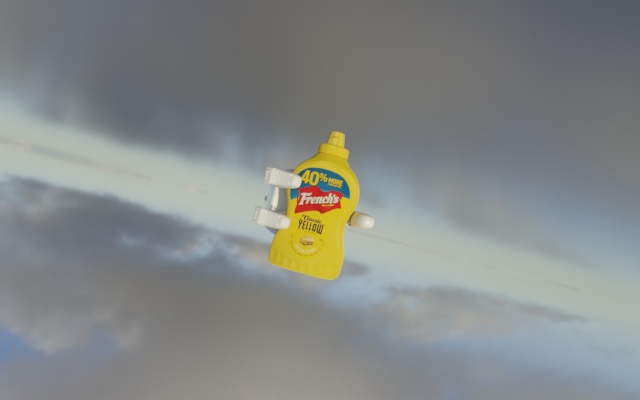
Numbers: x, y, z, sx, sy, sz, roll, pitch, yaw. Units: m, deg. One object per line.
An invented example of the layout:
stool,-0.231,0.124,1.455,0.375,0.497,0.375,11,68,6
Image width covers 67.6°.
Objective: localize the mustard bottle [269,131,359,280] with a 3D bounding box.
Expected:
mustard bottle,0.000,0.002,0.636,0.096,0.191,0.058,14,-2,11
